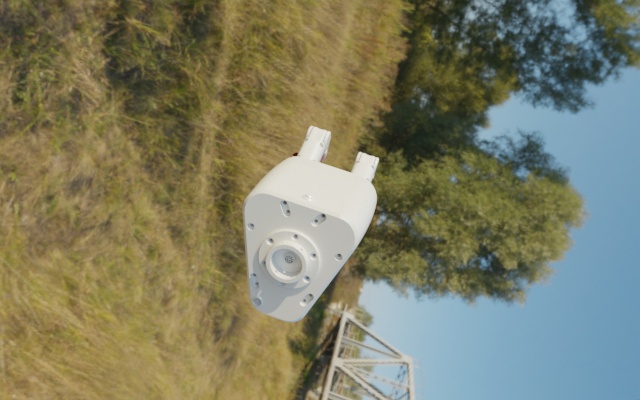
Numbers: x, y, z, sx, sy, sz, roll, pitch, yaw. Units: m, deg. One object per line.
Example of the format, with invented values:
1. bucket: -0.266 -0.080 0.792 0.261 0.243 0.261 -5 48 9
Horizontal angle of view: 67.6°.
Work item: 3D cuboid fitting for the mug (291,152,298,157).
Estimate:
1. mug: 0.001 0.001 0.521 0.081 0.093 0.117 19 21 6
